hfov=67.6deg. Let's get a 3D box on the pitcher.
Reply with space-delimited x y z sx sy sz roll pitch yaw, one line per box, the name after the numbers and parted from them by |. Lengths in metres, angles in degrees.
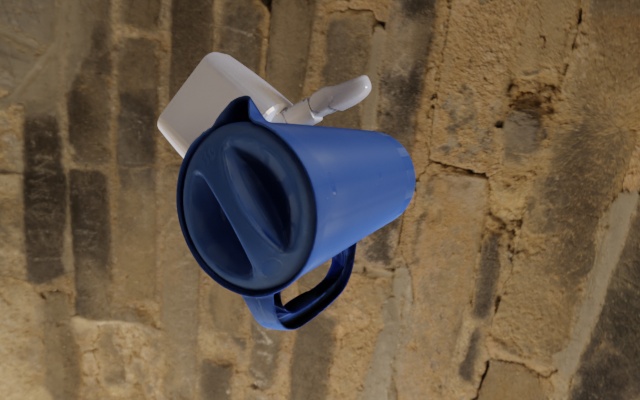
0.000 0.001 0.448 0.145 0.149 0.243 42 27 19 | pitcher
